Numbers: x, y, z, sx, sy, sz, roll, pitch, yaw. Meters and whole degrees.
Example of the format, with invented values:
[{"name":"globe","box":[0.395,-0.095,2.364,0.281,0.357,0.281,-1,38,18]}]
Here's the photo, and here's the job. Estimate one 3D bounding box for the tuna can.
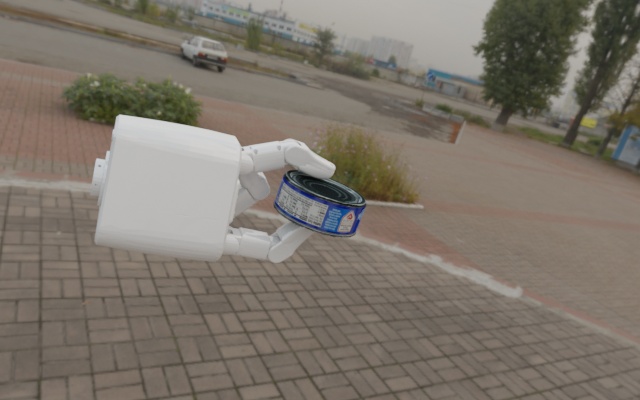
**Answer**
[{"name":"tuna can","box":[0.000,0.001,0.461,0.086,0.034,0.086,19,15,-5]}]
